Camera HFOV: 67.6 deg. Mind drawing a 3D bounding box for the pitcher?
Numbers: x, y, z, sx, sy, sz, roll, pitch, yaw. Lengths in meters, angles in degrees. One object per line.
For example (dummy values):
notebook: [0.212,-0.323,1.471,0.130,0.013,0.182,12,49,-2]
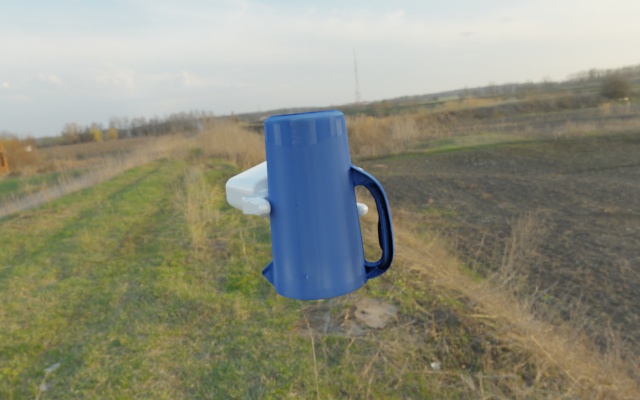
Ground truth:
pitcher: [0.000,0.002,0.651,0.149,0.243,0.145,-12,12,-32]
